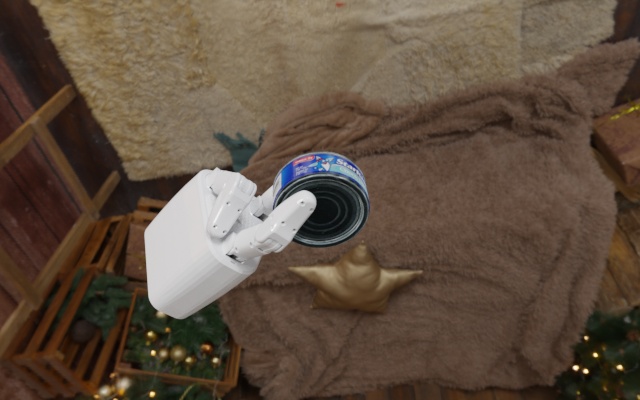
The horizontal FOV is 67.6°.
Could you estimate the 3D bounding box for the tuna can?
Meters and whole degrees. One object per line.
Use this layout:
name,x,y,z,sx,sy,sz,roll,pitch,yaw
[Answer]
tuna can,0.000,0.002,0.423,0.086,0.086,0.033,0,38,-4
